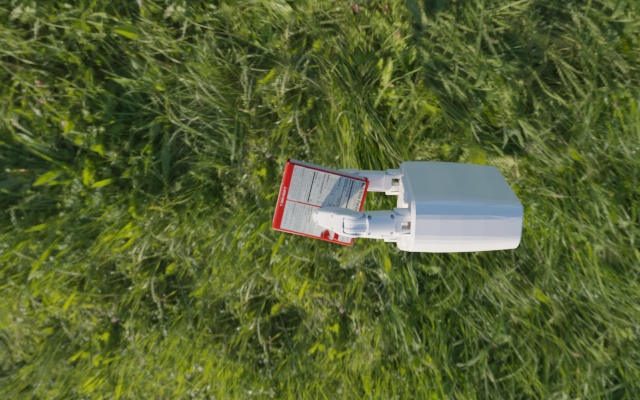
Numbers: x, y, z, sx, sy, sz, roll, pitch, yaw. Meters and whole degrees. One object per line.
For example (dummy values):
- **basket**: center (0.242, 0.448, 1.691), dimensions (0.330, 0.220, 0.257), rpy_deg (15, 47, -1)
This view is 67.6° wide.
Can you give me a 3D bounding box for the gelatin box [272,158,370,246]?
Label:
- **gelatin box**: center (0.000, 0.002, 0.504), dimensions (0.089, 0.073, 0.030), rpy_deg (13, 13, -5)
